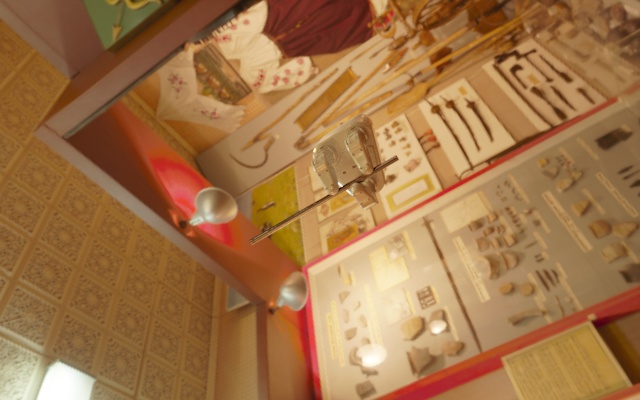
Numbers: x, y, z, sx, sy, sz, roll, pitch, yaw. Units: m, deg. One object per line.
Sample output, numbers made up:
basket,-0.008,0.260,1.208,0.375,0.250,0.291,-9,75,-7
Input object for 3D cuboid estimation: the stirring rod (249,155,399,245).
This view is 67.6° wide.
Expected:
stirring rod,0.000,0.002,0.653,0.239,0.011,0.011,-30,-9,16
